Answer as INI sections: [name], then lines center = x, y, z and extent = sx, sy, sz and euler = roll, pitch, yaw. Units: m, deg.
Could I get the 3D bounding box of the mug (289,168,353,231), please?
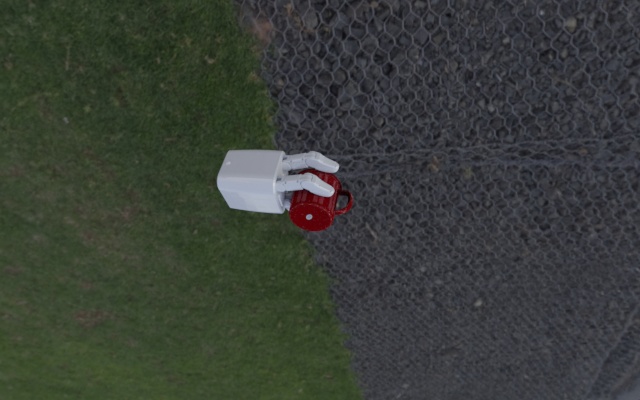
[mug]
center = 0.002, 0.003, 0.869
extent = 0.117, 0.081, 0.093
euler = 3, -41, 10
